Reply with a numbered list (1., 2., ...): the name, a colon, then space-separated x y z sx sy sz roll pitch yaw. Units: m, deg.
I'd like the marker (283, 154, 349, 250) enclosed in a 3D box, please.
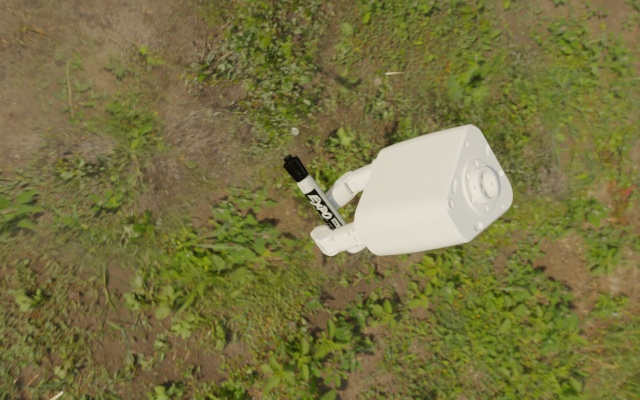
1. marker: 0.000 0.002 0.504 0.020 0.121 0.020 -33 18 12
